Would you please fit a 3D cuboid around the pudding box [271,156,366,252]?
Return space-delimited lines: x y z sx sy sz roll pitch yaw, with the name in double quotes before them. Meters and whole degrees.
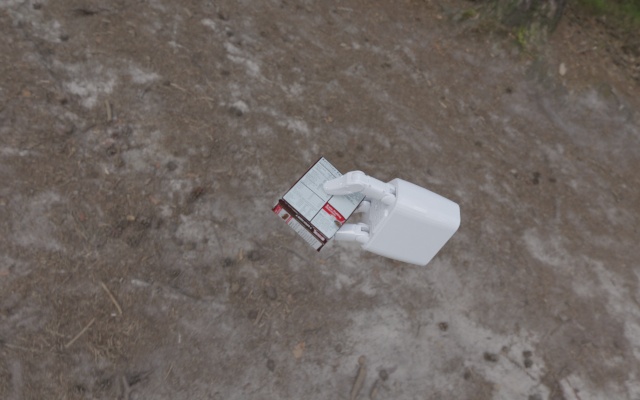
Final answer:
"pudding box" 0.000 0.002 0.672 0.113 0.090 0.039 -48 -1 -41
